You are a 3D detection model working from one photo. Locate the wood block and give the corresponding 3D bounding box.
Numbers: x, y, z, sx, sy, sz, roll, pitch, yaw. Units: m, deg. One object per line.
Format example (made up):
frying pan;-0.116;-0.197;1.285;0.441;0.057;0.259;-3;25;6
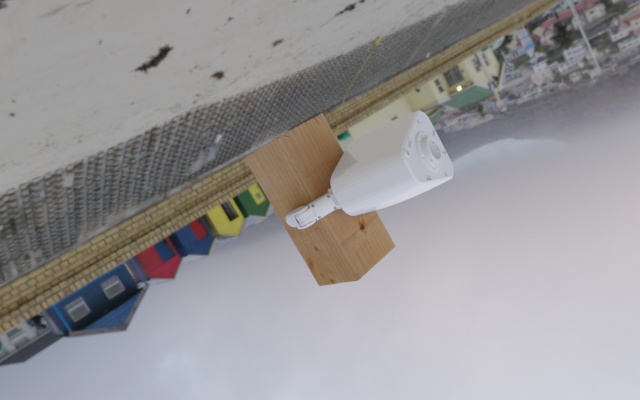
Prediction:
wood block;0.000;0.002;0.647;0.090;0.206;0.090;-35;9;-37
